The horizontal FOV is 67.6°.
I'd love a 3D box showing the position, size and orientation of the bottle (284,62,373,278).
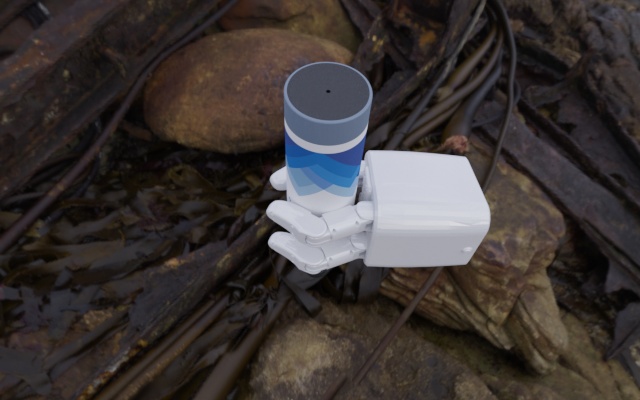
[{"bbox_3d":[0.000,0.001,0.476,0.069,0.069,0.296,0,-34,-3],"label":"bottle"}]
